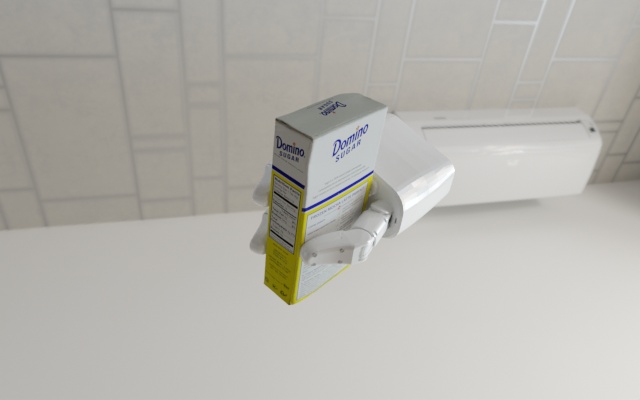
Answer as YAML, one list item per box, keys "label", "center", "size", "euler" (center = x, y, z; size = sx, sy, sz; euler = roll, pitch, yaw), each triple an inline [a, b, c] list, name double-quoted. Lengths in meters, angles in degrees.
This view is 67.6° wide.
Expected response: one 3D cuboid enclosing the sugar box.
- label: "sugar box"
  center: [0.000, 0.001, 0.415]
  size: [0.048, 0.176, 0.093]
  euler: [31, 41, 31]
